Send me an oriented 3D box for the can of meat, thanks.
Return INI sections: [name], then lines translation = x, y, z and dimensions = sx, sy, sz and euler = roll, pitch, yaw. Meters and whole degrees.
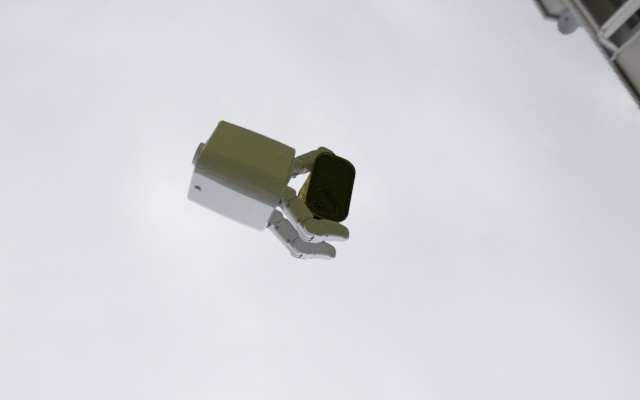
[can of meat]
translation = 0.000, 0.002, 0.630
dimensions = 0.057, 0.102, 0.084
euler = 20, -37, -11
